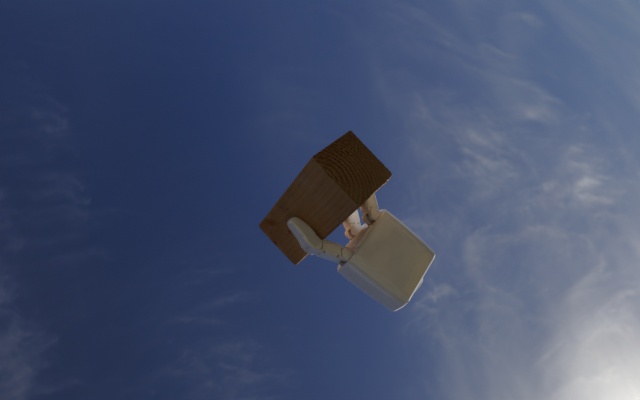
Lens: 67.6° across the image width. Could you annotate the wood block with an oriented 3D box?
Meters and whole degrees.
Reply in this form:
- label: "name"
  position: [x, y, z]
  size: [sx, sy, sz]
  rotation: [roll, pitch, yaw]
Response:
- label: "wood block"
  position: [0.000, 0.003, 0.712]
  size: [0.090, 0.090, 0.206]
  rotation: [-40, -5, -40]
